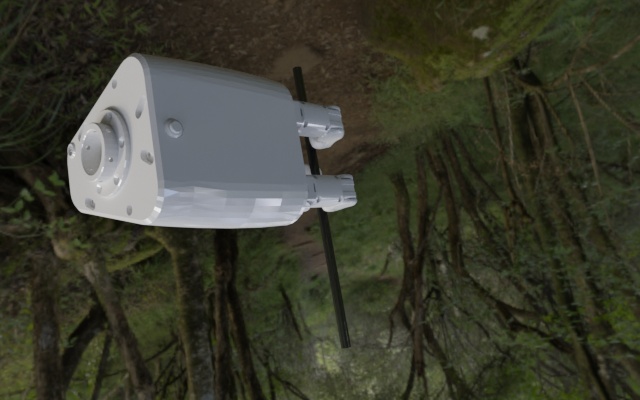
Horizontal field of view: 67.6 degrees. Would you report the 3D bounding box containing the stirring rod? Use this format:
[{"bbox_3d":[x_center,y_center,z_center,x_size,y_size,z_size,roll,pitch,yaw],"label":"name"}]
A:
[{"bbox_3d":[0.000,0.001,0.402,0.011,0.239,0.011,-10,-8,-1],"label":"stirring rod"}]
